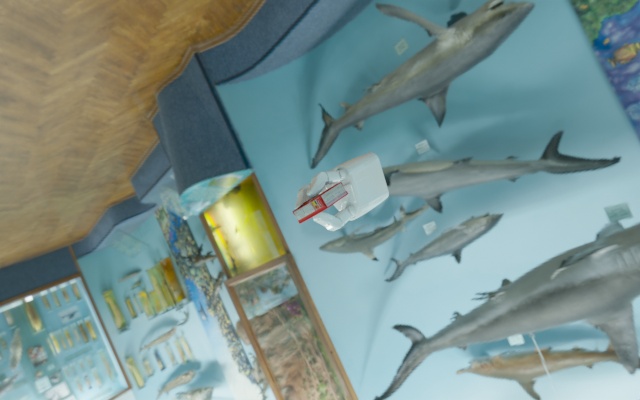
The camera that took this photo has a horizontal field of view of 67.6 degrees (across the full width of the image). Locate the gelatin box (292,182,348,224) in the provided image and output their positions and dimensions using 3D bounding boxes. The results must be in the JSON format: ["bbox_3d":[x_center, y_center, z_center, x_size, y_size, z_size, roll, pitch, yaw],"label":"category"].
[{"bbox_3d":[0.000,0.003,0.892,0.073,0.030,0.089,-29,3,35],"label":"gelatin box"}]
